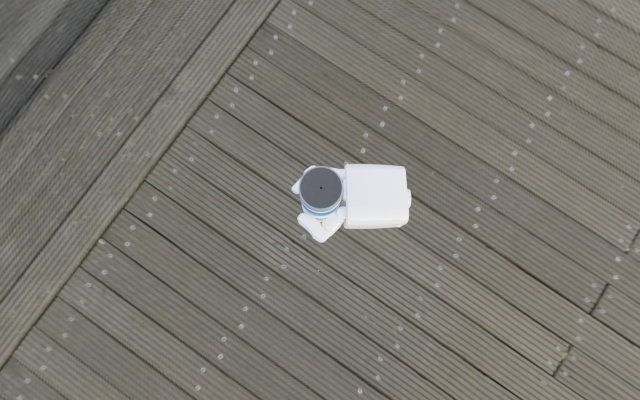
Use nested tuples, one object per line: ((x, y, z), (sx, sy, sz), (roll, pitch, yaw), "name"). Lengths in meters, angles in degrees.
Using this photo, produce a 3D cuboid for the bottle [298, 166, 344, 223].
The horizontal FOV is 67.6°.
((0.000, 0.003, 0.847), (0.069, 0.069, 0.296), (0, -8, 0), "bottle")
